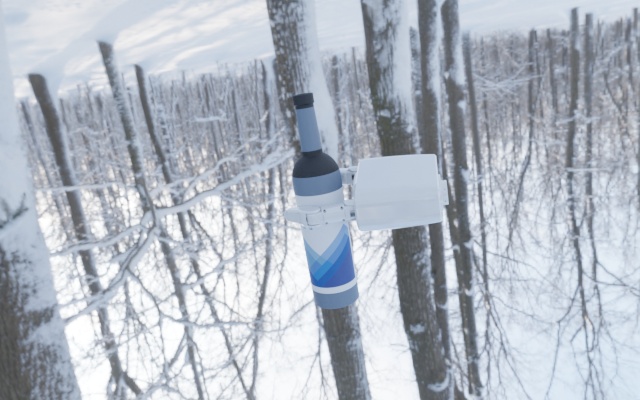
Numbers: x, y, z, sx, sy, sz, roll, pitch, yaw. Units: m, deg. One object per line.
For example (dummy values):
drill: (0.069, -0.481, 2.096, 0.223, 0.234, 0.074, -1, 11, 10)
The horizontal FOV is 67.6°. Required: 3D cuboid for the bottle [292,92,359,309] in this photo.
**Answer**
bottle: (0.000, 0.002, 0.657, 0.069, 0.296, 0.069, -9, 16, 2)
